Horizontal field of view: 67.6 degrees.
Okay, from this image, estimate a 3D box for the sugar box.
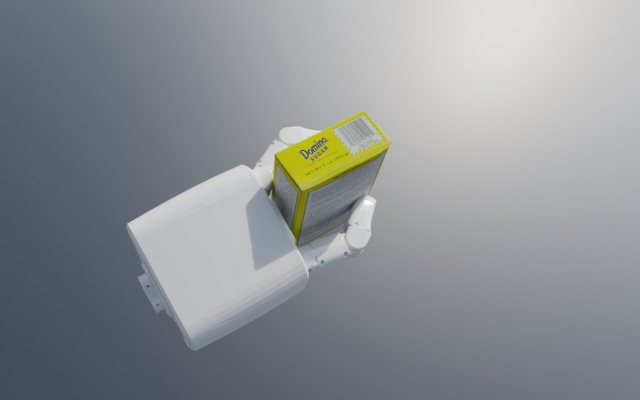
[{"bbox_3d":[0.000,0.001,0.449,0.093,0.048,0.176,-28,-20,-23],"label":"sugar box"}]
